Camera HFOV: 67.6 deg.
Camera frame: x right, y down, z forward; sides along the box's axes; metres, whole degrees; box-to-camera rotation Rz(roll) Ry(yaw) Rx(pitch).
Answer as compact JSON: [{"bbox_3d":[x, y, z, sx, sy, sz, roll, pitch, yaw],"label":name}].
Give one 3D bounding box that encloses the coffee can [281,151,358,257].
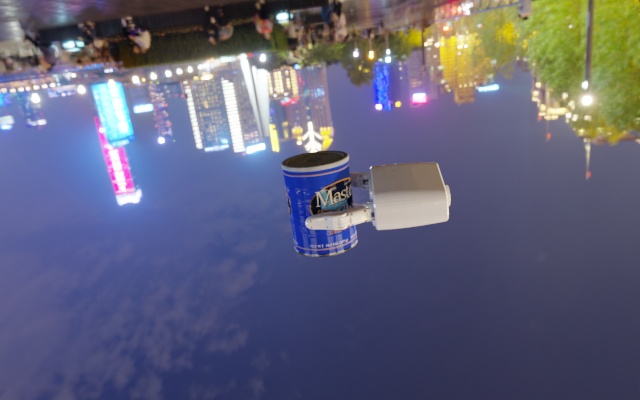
[{"bbox_3d":[0.000,0.002,0.741,0.103,0.140,0.102,-7,18,2],"label":"coffee can"}]
